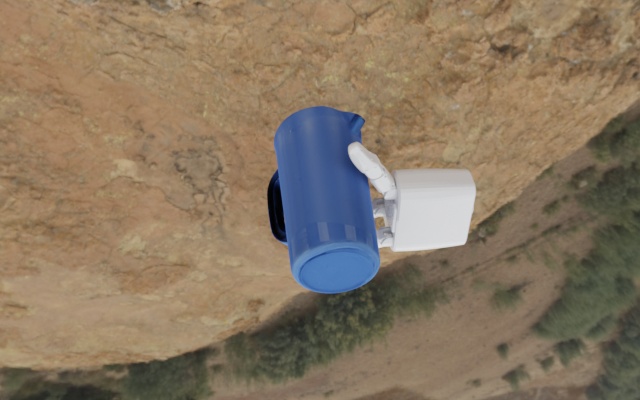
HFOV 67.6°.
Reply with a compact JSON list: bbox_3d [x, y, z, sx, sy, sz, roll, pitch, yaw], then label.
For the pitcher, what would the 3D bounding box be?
[{"bbox_3d":[0.000,0.002,0.649,0.145,0.242,0.149,-2,-42,-6],"label":"pitcher"}]
